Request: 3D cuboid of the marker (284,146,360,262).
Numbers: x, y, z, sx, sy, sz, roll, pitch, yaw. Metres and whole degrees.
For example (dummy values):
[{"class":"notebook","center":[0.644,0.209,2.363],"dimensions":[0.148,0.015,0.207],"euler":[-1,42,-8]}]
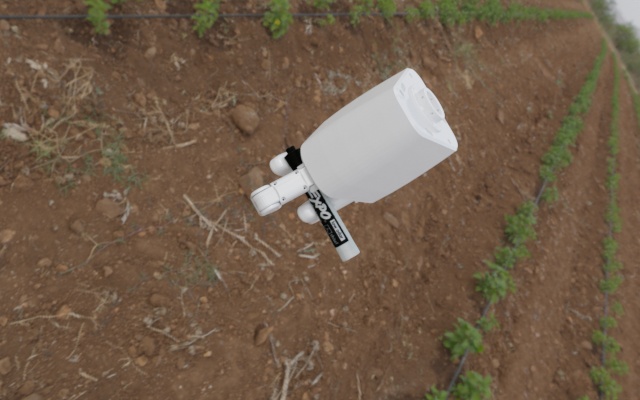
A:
[{"class":"marker","center":[0.000,0.002,0.458],"dimensions":[0.020,0.121,0.020],"euler":[-29,-3,-2]}]
